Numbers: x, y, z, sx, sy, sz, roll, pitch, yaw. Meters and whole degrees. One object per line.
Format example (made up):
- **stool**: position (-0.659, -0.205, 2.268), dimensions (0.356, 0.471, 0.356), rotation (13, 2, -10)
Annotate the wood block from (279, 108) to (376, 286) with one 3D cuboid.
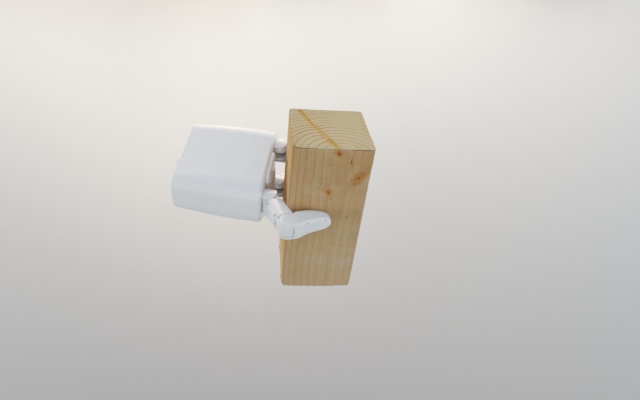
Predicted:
- **wood block**: position (0.000, 0.002, 0.589), dimensions (0.090, 0.206, 0.090), rotation (1, 37, -8)
